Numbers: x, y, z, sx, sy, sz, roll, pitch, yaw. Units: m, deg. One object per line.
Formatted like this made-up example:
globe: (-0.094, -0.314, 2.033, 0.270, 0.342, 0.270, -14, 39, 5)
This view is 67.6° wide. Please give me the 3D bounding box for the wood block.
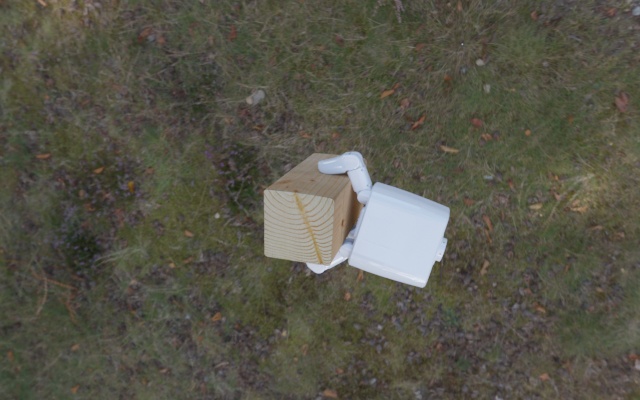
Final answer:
wood block: (0.000, 0.002, 0.670, 0.090, 0.091, 0.206, 8, 19, 14)
